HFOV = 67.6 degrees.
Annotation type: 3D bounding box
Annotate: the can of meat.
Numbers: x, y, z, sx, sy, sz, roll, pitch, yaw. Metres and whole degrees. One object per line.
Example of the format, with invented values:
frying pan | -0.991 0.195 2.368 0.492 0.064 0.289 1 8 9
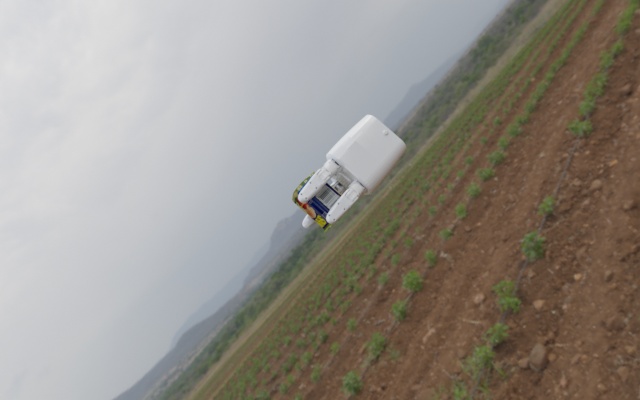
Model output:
can of meat | 0.000 0.002 0.807 0.084 0.057 0.102 42 -12 3
